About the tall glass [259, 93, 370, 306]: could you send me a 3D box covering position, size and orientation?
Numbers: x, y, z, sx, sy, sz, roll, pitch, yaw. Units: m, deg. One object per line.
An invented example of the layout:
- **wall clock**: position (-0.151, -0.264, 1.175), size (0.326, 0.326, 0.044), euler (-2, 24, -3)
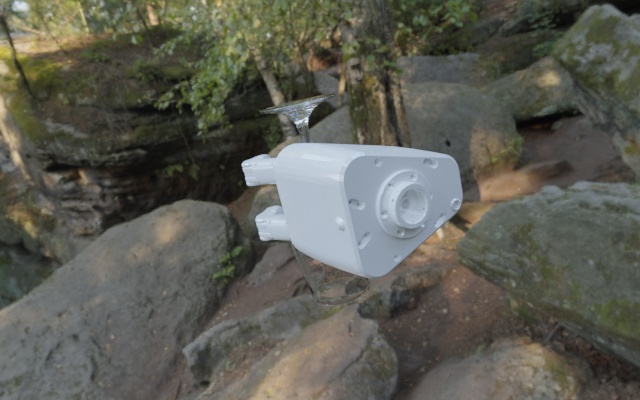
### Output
- **tall glass**: position (0.000, 0.001, 0.475), size (0.079, 0.201, 0.079), euler (-12, 15, 3)
